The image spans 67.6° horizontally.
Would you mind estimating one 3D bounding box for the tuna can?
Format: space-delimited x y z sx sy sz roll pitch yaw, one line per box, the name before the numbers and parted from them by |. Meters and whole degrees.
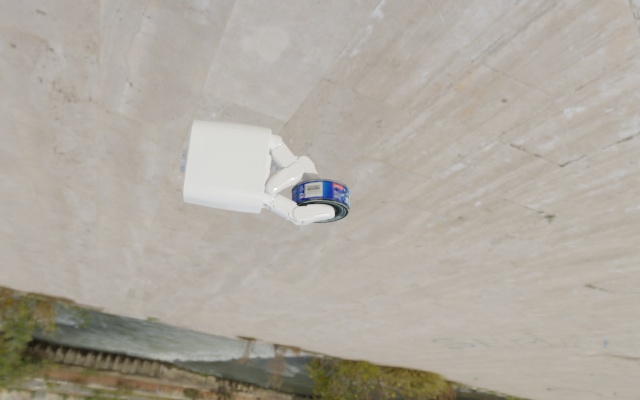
tuna can | 0.000 0.003 0.695 0.086 0.033 0.086 0 -25 0
